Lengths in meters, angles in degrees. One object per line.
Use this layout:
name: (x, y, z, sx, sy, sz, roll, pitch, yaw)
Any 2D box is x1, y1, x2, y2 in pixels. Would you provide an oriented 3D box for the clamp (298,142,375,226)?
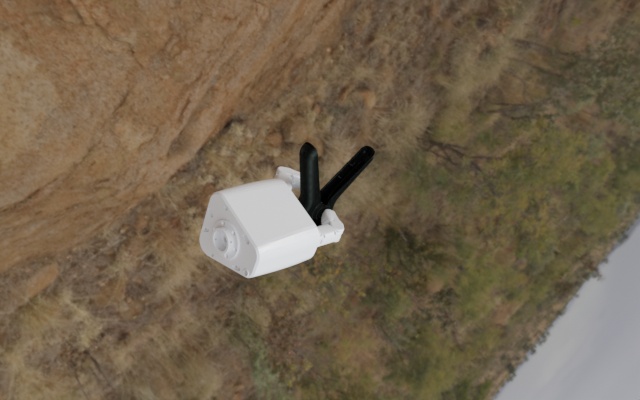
clamp: (0.000, 0.003, 0.714, 0.036, 0.210, 0.164, 39, 32, 29)
